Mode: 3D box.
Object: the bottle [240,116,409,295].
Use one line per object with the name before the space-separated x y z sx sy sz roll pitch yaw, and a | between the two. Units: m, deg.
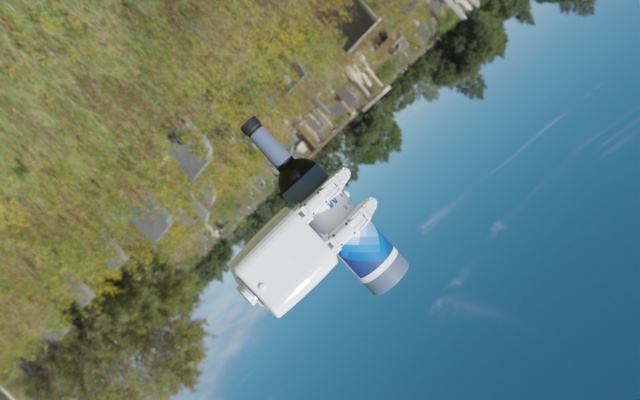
bottle | 0.000 0.002 0.660 0.069 0.296 0.069 -42 5 4
